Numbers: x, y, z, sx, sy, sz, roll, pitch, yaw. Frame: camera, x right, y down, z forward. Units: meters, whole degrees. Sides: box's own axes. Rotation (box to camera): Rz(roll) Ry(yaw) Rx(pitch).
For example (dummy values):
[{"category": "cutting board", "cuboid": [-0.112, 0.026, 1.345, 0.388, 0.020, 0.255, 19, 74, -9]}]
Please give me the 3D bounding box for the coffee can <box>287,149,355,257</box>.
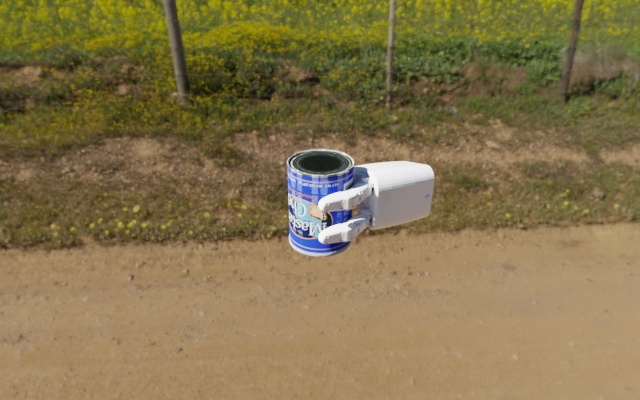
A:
[{"category": "coffee can", "cuboid": [0.000, 0.003, 0.752, 0.103, 0.140, 0.102, 0, 28, 0]}]
